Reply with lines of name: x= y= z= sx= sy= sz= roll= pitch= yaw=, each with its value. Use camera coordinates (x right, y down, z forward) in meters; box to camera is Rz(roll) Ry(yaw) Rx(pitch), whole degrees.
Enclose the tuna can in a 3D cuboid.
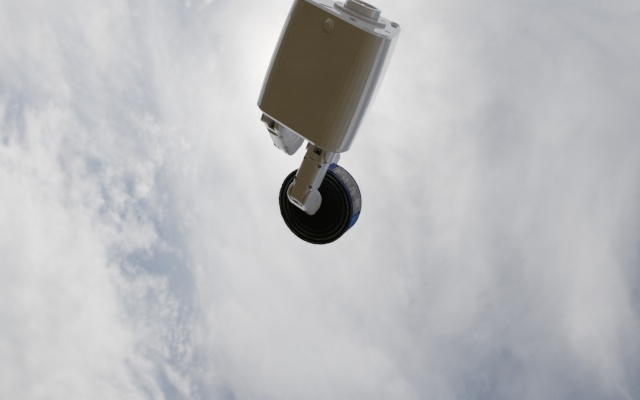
tuna can: x=0.000 y=0.002 z=0.511 sx=0.086 sy=0.086 sz=0.033 roll=0 pitch=15 yaw=27
